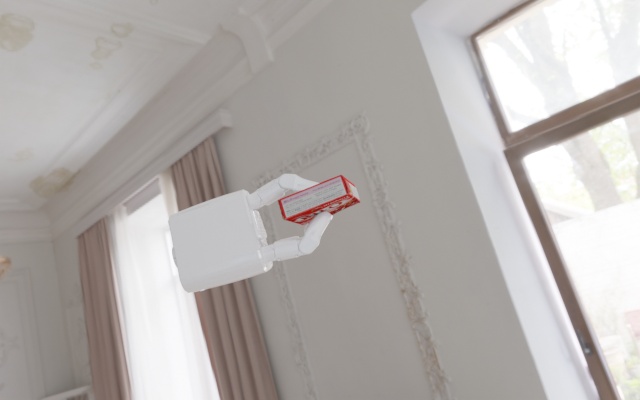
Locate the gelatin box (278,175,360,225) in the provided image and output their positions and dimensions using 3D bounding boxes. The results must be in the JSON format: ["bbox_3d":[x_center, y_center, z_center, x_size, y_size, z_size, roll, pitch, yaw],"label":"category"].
[{"bbox_3d":[0.000,0.001,0.608,0.089,0.030,0.073,-22,-13,12],"label":"gelatin box"}]
